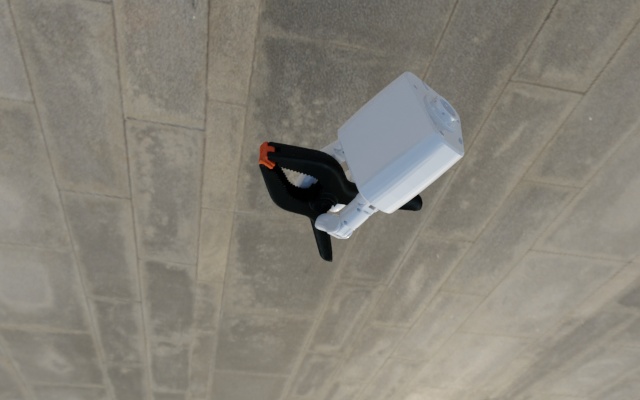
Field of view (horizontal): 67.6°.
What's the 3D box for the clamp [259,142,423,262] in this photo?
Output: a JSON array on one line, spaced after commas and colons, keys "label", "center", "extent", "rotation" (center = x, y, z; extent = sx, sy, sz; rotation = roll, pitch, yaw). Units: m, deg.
[{"label": "clamp", "center": [0.000, 0.002, 0.590], "extent": [0.210, 0.036, 0.165], "rotation": [29, -54, -30]}]
